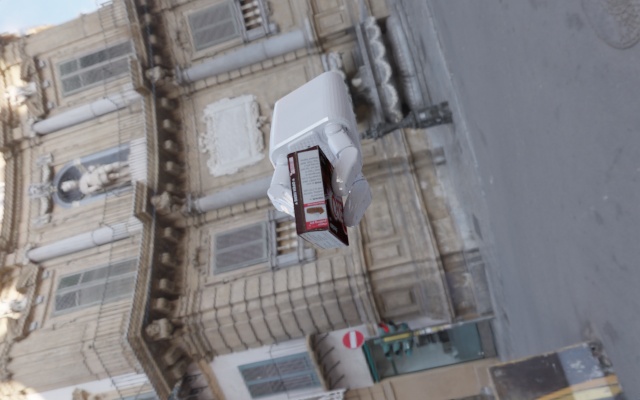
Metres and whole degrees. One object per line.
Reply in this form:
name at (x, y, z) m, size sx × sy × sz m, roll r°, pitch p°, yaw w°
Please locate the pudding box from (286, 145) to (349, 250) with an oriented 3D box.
pudding box at (0.000, 0.002, 0.520) m, size 0.039 × 0.090 × 0.113 m, roll -12°, pitch -15°, yaw 13°
